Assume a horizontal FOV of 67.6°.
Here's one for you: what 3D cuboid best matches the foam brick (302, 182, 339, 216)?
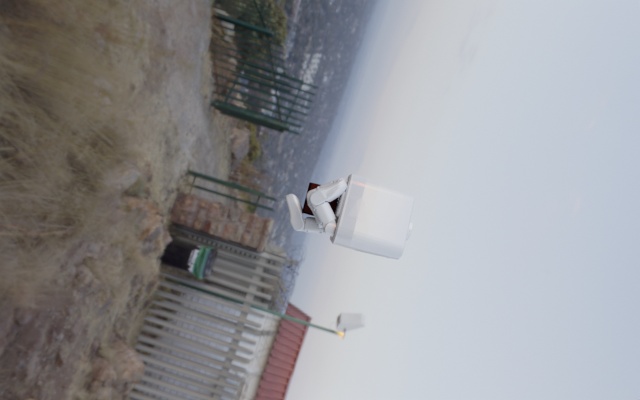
[{"bbox_3d":[0.000,0.002,0.790,0.051,0.053,0.078,14,-1,-1],"label":"foam brick"}]
